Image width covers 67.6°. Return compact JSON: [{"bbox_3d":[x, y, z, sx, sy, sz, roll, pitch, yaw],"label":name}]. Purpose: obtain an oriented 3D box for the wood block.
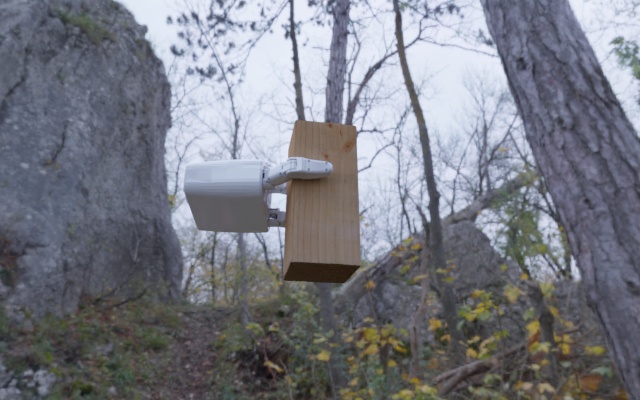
[{"bbox_3d":[0.000,0.002,0.663,0.090,0.206,0.091,4,-24,-10],"label":"wood block"}]
